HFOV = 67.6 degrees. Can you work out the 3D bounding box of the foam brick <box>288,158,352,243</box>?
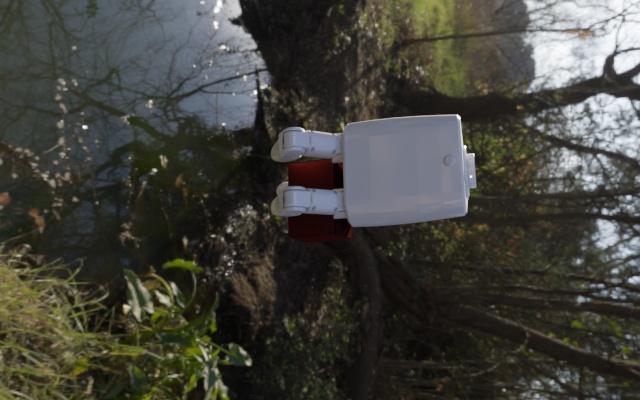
[{"bbox_3d":[0.000,0.002,0.487,0.051,0.078,0.053,-4,-10,19],"label":"foam brick"}]
